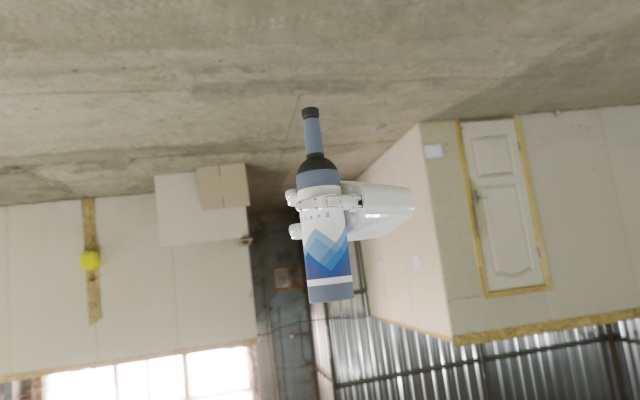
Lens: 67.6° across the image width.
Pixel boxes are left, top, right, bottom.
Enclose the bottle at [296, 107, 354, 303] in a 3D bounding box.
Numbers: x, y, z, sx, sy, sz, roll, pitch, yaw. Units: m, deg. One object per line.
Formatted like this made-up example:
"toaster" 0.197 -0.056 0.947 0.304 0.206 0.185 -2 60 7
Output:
"bottle" 0.000 0.003 0.722 0.069 0.295 0.069 -6 -9 -1
